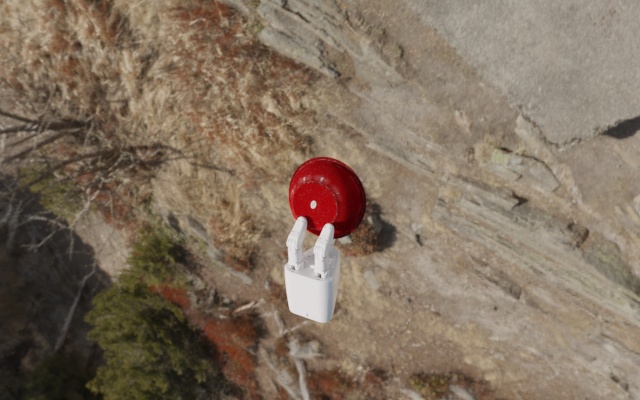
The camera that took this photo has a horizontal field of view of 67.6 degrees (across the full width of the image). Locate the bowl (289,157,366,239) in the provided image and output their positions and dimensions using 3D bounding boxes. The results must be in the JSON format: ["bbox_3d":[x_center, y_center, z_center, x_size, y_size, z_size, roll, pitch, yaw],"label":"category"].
[{"bbox_3d":[0.000,0.002,0.882,0.162,0.162,0.055,0,15,26],"label":"bowl"}]
